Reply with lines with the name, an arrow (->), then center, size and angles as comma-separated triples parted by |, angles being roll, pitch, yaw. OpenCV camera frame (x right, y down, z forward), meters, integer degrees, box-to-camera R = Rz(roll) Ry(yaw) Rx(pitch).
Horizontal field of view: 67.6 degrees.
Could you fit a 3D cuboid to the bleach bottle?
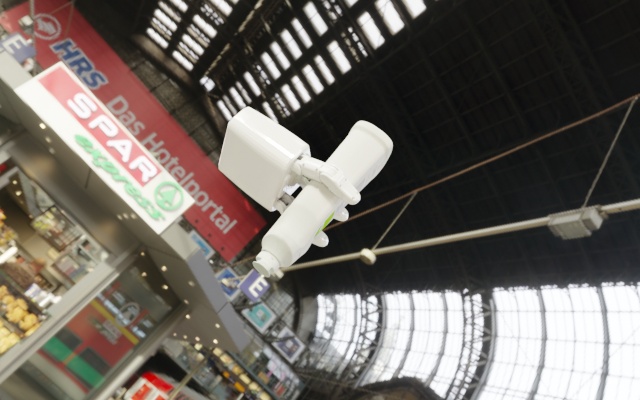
bleach bottle -> 0.000, 0.002, 0.657 | 0.068, 0.250, 0.103 | 37, -29, 10
